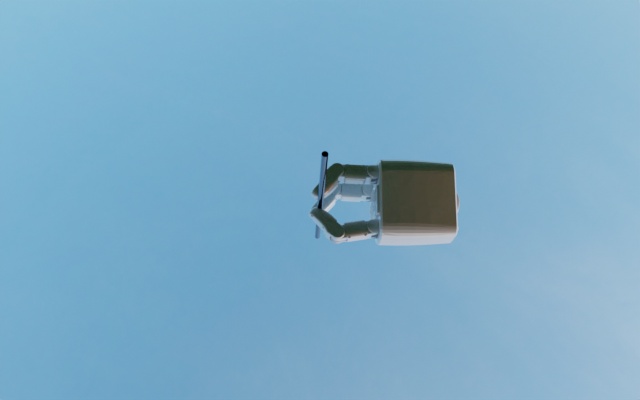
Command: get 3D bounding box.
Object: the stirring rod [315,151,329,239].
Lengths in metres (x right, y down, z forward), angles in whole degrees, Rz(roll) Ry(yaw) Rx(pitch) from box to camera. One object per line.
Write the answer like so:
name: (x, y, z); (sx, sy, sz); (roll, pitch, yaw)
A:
stirring rod: (0.000, 0.002, 0.643); (0.011, 0.011, 0.240); (0, -27, -3)
